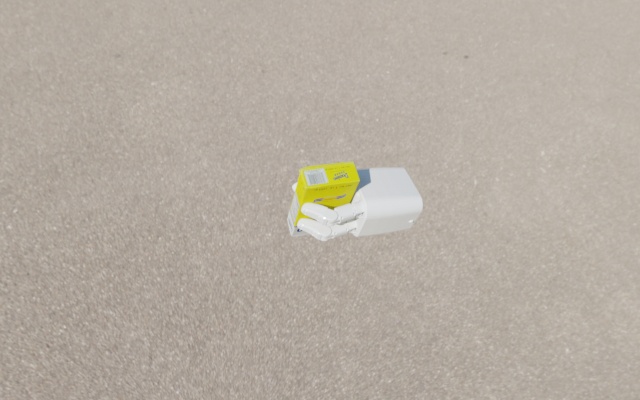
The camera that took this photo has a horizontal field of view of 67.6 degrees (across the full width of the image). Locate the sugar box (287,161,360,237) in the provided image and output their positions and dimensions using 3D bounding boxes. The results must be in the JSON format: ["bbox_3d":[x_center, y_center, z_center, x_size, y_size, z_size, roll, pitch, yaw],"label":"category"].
[{"bbox_3d":[0.000,0.003,0.823,0.093,0.048,0.176,-8,-30,-15],"label":"sugar box"}]
